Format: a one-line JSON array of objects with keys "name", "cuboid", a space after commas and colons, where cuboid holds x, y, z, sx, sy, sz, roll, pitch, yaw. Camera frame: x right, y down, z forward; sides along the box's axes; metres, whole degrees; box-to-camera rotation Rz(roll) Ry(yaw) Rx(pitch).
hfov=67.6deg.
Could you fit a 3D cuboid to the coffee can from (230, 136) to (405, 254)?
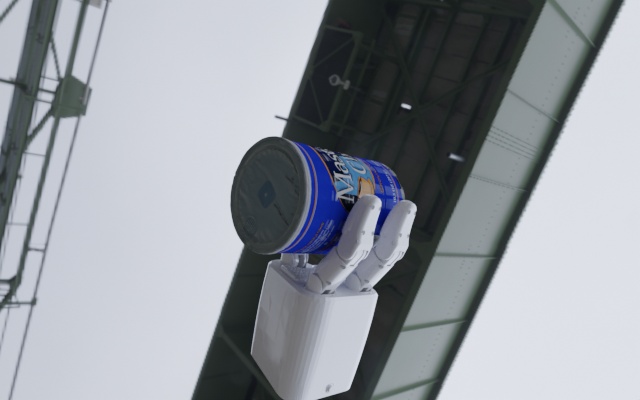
[{"name": "coffee can", "cuboid": [0.000, 0.001, 0.462, 0.103, 0.103, 0.140, 0, -6, 44]}]
